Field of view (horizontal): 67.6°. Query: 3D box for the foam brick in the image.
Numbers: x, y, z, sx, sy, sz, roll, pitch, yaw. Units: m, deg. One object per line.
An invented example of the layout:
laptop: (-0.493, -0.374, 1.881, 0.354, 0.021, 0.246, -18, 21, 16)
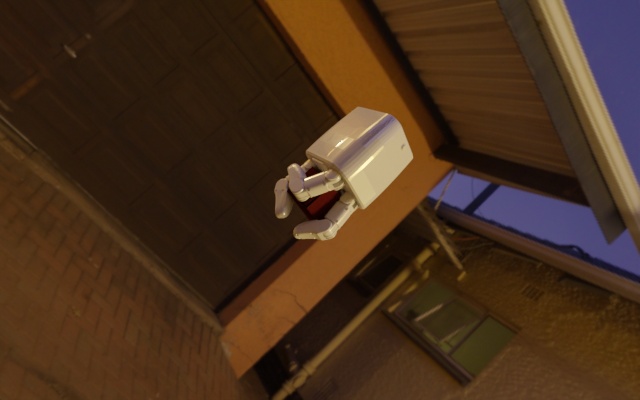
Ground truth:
foam brick: (0.000, 0.002, 0.679, 0.053, 0.051, 0.078, 39, -11, 42)
